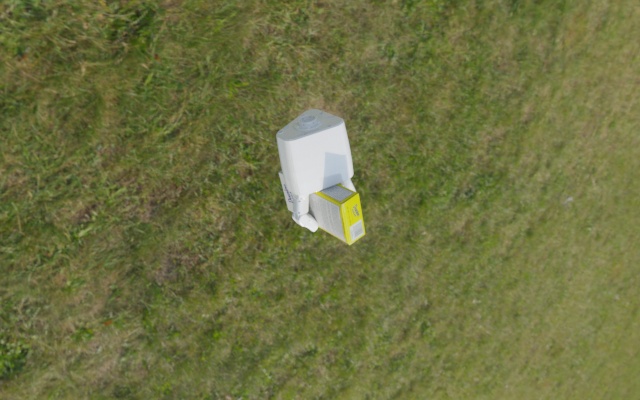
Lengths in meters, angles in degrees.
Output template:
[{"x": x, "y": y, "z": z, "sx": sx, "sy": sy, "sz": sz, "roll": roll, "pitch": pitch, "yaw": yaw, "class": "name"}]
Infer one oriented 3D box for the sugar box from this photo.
[{"x": 0.001, "y": 0.002, "z": 0.860, "sx": 0.048, "sy": 0.093, "sz": 0.176, "roll": -32, "pitch": 40, "yaw": -26, "class": "sugar box"}]
